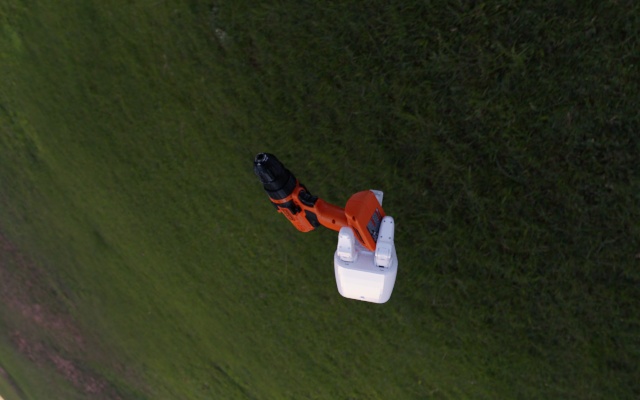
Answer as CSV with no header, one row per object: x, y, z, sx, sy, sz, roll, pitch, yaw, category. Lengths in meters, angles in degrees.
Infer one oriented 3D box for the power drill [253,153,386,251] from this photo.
0.001,0.003,0.727,0.187,0.057,0.184,17,-23,36,power drill
